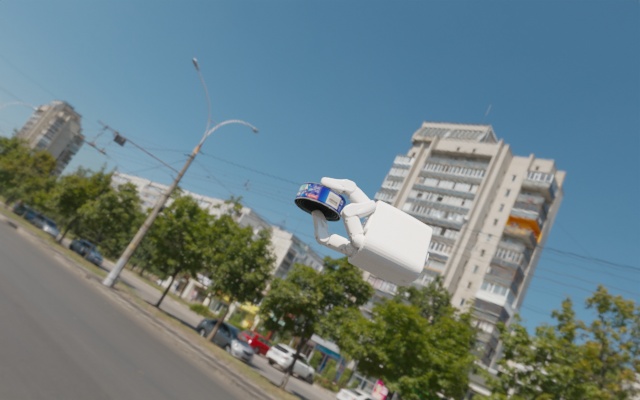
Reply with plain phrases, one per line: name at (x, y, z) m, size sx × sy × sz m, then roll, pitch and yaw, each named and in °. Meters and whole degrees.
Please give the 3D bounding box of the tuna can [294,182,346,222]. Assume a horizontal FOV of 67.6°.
tuna can at (0.000, 0.002, 0.830) m, size 0.086 × 0.033 × 0.086 m, roll 21°, pitch -18°, yaw 7°
